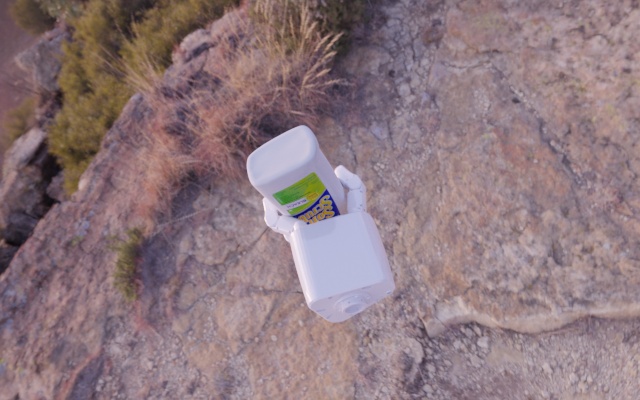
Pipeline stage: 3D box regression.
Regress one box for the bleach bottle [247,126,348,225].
[{"bbox_3d":[0.000,0.002,0.692,0.102,0.068,0.251,-26,-38,13],"label":"bleach bottle"}]
